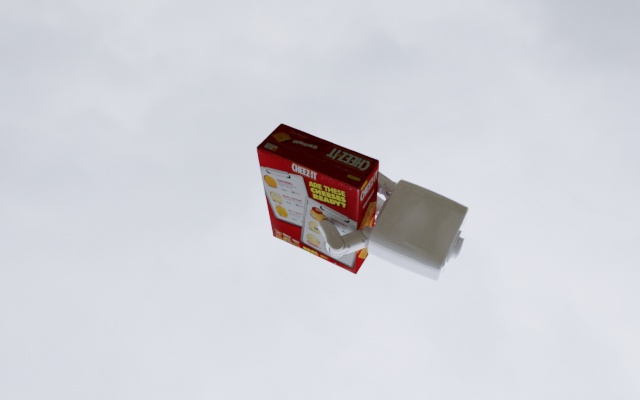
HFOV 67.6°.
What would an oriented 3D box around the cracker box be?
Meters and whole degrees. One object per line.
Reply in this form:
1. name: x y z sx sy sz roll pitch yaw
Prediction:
1. cracker box: 0.000 0.003 0.730 0.164 0.072 0.214 23 -35 20
